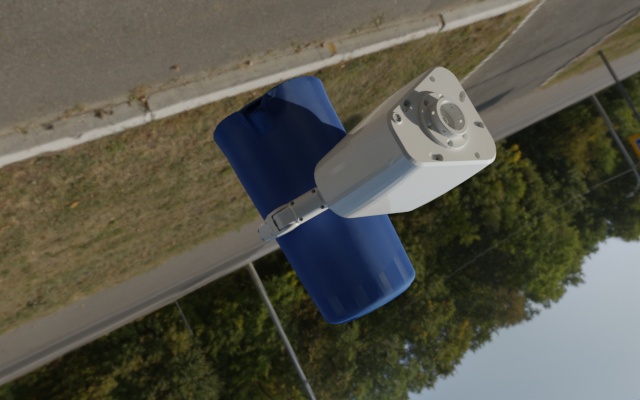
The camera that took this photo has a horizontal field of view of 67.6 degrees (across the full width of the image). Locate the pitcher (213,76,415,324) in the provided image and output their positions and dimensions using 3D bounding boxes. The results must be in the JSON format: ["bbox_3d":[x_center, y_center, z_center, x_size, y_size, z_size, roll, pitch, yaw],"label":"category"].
[{"bbox_3d":[0.000,0.002,0.523,0.149,0.243,0.145,-24,-7,-38],"label":"pitcher"}]
